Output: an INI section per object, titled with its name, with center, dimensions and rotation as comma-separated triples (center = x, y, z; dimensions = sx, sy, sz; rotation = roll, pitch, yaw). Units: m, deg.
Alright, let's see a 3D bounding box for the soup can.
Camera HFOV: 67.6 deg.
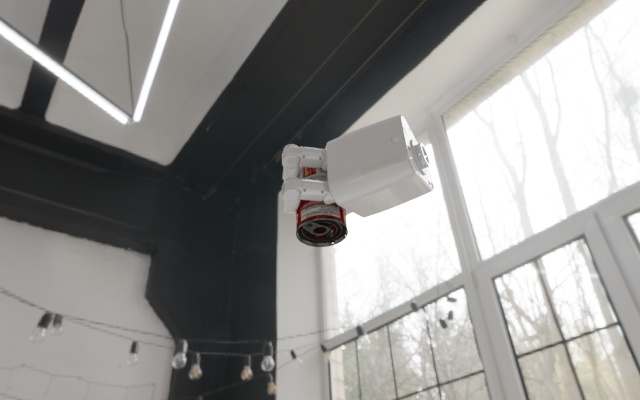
[soup can]
center = 0.000, 0.002, 0.644
dimensions = 0.068, 0.102, 0.069
rotation = -2, -36, -1
